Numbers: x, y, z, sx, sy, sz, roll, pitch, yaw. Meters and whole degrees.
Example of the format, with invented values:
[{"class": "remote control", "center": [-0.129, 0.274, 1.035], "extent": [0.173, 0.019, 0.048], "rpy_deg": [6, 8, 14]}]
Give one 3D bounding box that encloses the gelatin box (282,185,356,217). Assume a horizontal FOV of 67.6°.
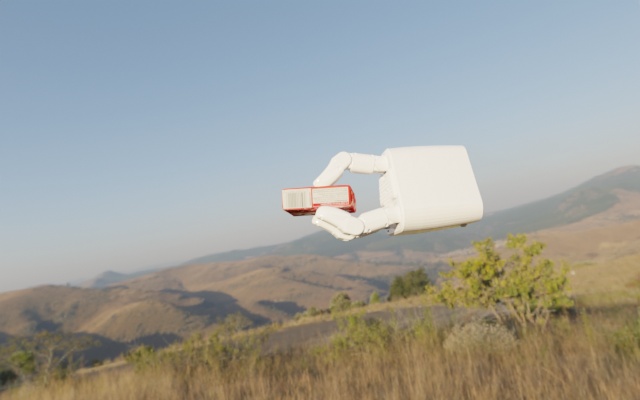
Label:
[{"class": "gelatin box", "center": [0.000, 0.002, 0.621], "extent": [0.089, 0.030, 0.073], "rpy_deg": [-3, -8, 7]}]
